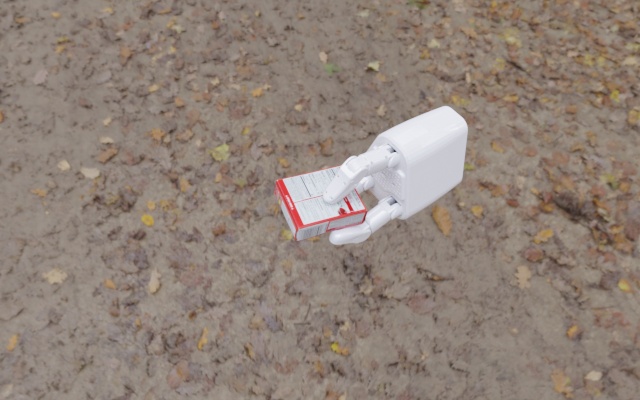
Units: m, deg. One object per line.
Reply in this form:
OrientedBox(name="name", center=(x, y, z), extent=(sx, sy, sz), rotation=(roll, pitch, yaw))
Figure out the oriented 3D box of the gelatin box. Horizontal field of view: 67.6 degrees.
OrientedBox(name="gelatin box", center=(0.000, 0.002, 0.558), extent=(0.089, 0.073, 0.030), rotation=(-14, -34, -20))
